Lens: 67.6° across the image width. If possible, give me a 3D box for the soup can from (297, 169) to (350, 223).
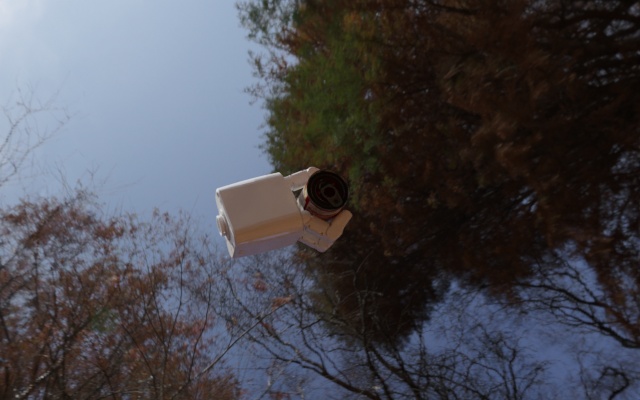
[{"bbox_3d":[0.000,0.002,0.754,0.068,0.068,0.102,0,-22,-15],"label":"soup can"}]
